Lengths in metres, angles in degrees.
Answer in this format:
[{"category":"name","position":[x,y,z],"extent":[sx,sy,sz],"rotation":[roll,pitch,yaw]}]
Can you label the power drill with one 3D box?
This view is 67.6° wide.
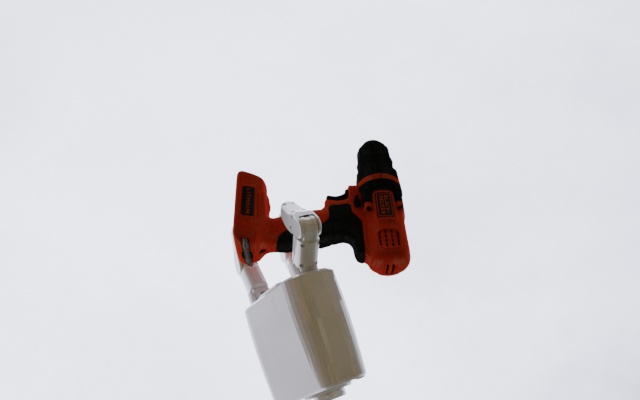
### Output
[{"category":"power drill","position":[0.000,0.002,0.537],"extent":[0.187,0.184,0.057],"rotation":[-3,-42,0]}]
